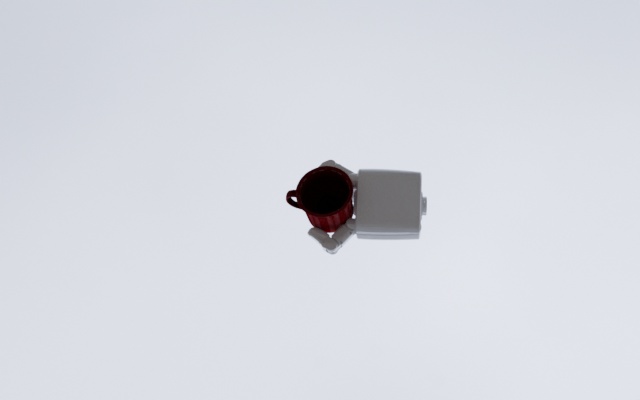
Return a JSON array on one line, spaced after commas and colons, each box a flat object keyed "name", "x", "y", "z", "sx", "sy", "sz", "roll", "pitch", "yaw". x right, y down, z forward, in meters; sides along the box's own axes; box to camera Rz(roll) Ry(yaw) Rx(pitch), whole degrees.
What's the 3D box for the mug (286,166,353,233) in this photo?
[{"name": "mug", "x": -0.001, "y": 0.003, "z": 0.794, "sx": 0.117, "sy": 0.093, "sz": 0.081, "roll": 1, "pitch": -27, "yaw": 11}]
